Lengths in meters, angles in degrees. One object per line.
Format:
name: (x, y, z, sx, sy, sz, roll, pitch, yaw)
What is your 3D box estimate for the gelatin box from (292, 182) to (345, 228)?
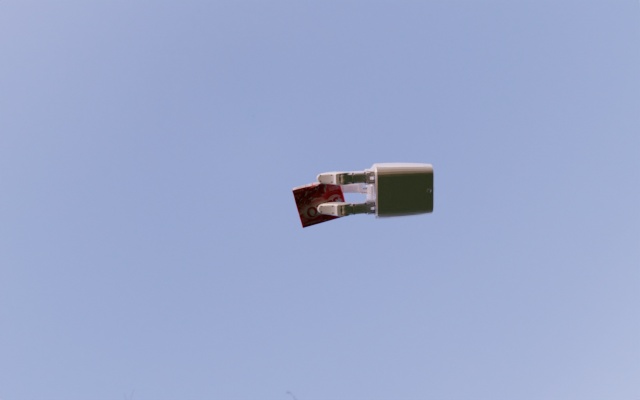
gelatin box: (0.000, 0.003, 0.872, 0.089, 0.073, 0.030, -15, 10, 3)
